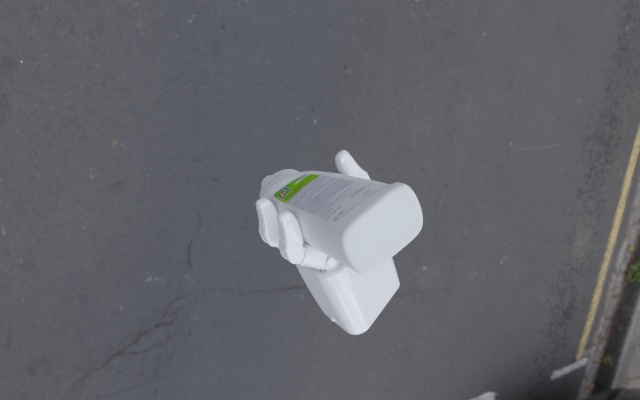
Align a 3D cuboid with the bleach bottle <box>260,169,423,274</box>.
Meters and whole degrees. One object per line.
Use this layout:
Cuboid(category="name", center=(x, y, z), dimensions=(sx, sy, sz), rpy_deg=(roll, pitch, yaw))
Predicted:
Cuboid(category="bleach bottle", center=(0.000, 0.002, 0.576), dimensions=(0.102, 0.068, 0.250), rpy_deg=(-36, 29, -19))
